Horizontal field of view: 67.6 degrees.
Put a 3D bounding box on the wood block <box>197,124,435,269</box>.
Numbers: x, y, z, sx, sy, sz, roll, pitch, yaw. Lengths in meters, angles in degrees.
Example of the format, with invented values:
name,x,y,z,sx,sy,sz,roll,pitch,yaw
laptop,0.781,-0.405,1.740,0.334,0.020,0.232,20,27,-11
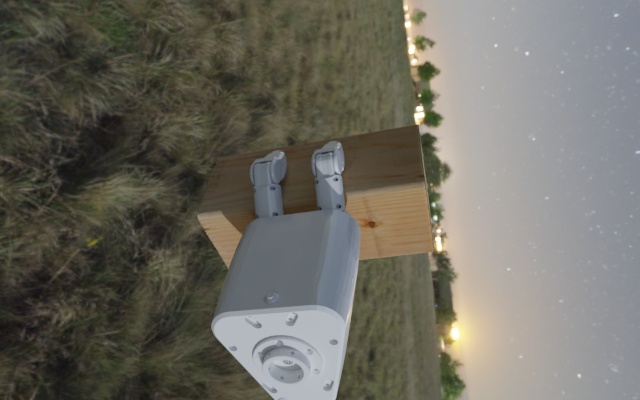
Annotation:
name,x,y,z,sx,sy,sz,roll,pitch,yaw
wood block,0.000,0.002,0.470,0.206,0.091,0.090,-7,43,13
